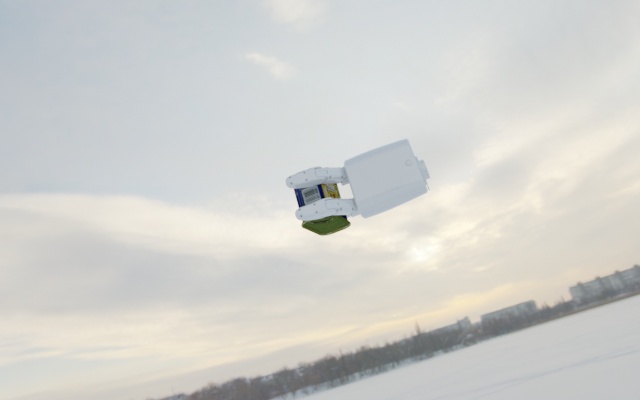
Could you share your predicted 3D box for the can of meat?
[{"bbox_3d":[0.000,0.002,0.767,0.057,0.084,0.102,-22,-22,18],"label":"can of meat"}]
